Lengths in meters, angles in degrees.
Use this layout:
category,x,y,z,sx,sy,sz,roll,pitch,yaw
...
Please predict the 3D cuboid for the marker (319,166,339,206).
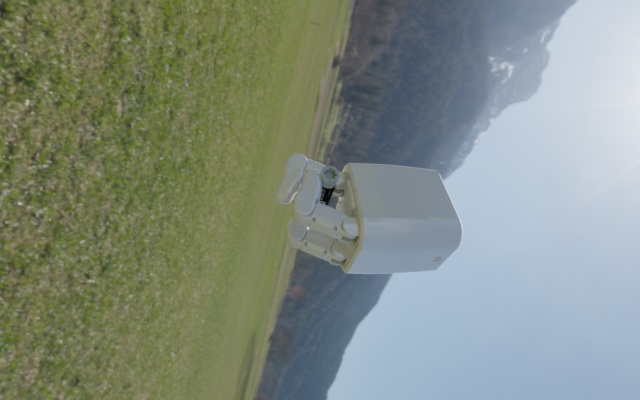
category,x,y,z,sx,sy,sz,roll,pitch,yaw
marker,0.000,0.002,0.531,0.020,0.020,0.121,0,-29,-11
